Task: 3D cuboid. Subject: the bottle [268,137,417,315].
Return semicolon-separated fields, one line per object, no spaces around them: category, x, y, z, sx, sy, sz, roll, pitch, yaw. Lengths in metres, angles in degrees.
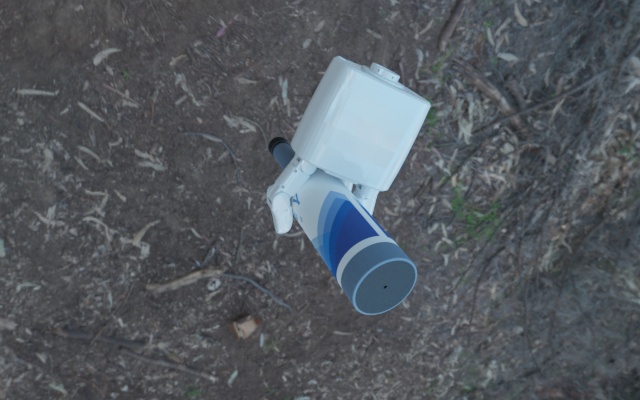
bottle;0.000;0.002;0.539;0.069;0.069;0.295;0;31;-28
